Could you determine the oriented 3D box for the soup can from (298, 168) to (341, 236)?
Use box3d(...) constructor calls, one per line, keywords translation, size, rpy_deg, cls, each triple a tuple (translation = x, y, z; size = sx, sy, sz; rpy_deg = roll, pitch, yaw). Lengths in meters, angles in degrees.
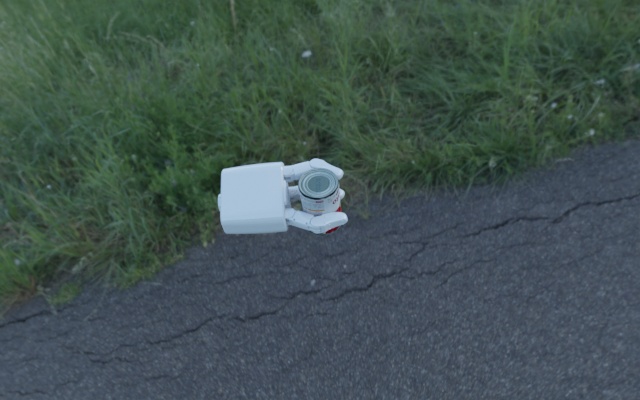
box3d(translation=(0.001, 0.002, 0.802), size=(0.068, 0.068, 0.102), rpy_deg=(0, -39, 6), cls="soup can")
